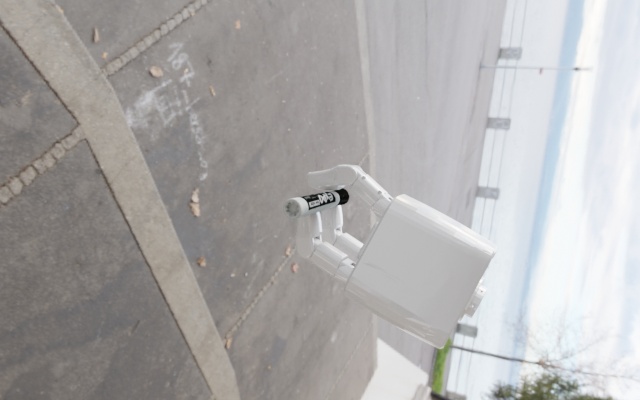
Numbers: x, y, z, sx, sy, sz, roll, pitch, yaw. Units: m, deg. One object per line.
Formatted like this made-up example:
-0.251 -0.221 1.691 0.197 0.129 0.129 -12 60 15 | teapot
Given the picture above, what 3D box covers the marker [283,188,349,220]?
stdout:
0.000 0.002 0.476 0.020 0.020 0.121 0 6 25 | marker
